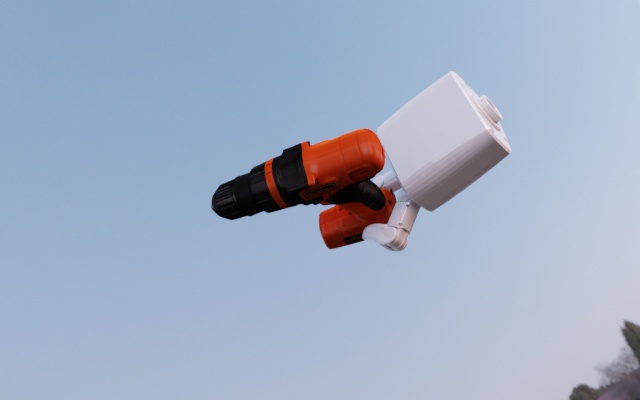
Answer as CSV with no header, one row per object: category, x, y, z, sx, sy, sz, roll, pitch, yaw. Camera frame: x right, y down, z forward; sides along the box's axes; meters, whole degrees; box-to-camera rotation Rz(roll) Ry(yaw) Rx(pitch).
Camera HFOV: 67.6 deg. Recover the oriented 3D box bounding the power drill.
power drill,0.001,0.002,0.527,0.184,0.057,0.188,-17,-24,18
